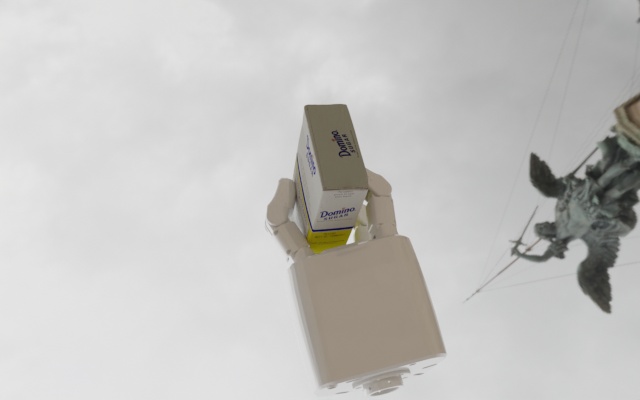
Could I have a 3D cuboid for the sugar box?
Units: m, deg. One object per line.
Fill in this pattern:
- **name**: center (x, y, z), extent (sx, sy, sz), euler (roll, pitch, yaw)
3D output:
- **sugar box**: center (0.001, 0.002, 0.461), extent (0.048, 0.093, 0.176), euler (-3, -32, -15)
